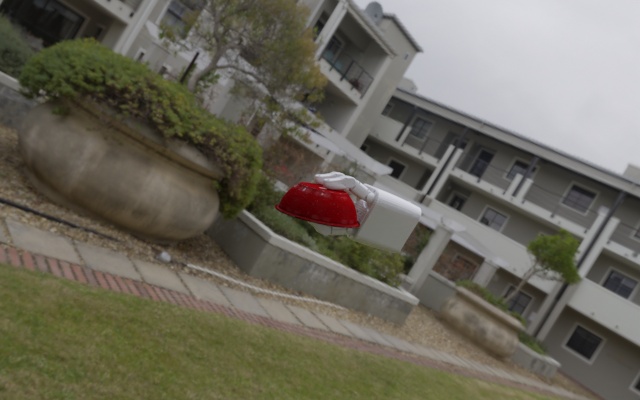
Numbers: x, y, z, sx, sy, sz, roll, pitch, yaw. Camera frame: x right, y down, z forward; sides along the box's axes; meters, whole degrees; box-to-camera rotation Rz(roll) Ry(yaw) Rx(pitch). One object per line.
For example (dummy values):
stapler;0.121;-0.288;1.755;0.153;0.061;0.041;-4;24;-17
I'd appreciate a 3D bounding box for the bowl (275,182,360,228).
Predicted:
bowl;-0.001;0.002;0.876;0.162;0.055;0.162;12;8;-2
